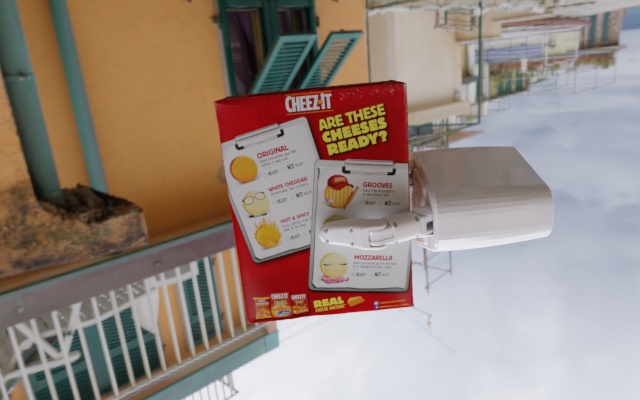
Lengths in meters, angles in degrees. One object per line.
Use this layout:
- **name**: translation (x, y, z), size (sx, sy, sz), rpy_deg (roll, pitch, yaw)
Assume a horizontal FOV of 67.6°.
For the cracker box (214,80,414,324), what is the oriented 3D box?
- **cracker box**: translation (0.000, 0.002, 0.457), size (0.164, 0.214, 0.072), rpy_deg (-6, 16, -1)
